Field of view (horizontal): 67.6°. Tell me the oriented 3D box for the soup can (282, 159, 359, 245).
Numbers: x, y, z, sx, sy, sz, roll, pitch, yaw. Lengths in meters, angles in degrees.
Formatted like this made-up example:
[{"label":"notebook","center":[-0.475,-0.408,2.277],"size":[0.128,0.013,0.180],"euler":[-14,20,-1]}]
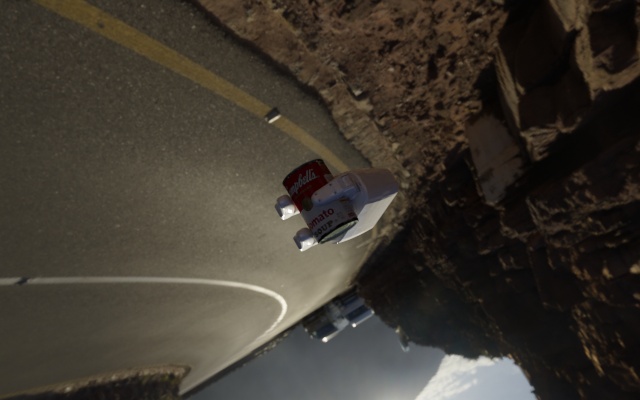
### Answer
[{"label":"soup can","center":[0.000,0.002,0.670],"size":[0.068,0.102,0.068],"euler":[-29,-13,-8]}]
